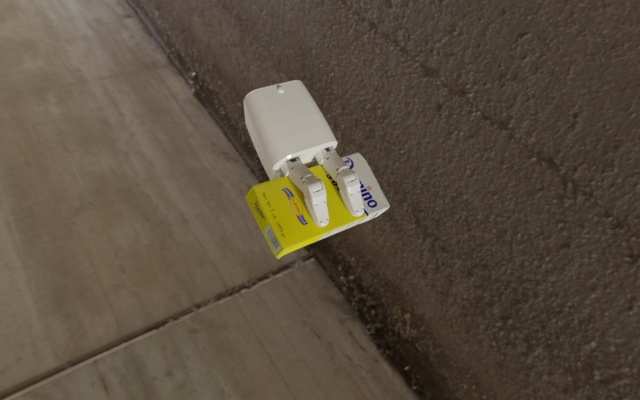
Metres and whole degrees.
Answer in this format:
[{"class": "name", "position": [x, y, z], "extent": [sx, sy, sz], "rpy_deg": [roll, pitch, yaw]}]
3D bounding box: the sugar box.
[{"class": "sugar box", "position": [0.000, 0.002, 0.640], "extent": [0.176, 0.093, 0.048], "rpy_deg": [-22, -12, -28]}]
